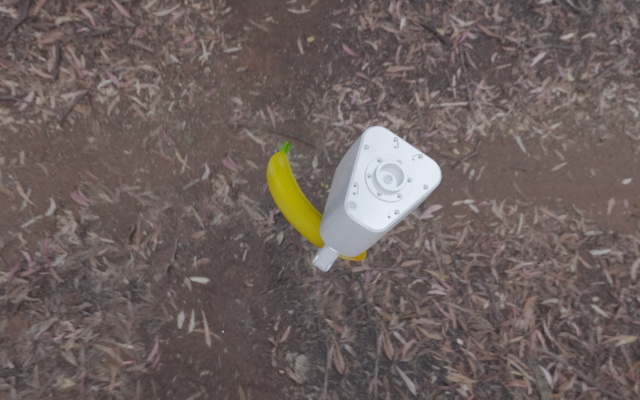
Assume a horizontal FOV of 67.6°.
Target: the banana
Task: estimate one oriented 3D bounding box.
[{"bbox_3d":[-0.017,0.008,0.634,0.069,0.197,0.037,-30,-12,-21],"label":"banana"}]
